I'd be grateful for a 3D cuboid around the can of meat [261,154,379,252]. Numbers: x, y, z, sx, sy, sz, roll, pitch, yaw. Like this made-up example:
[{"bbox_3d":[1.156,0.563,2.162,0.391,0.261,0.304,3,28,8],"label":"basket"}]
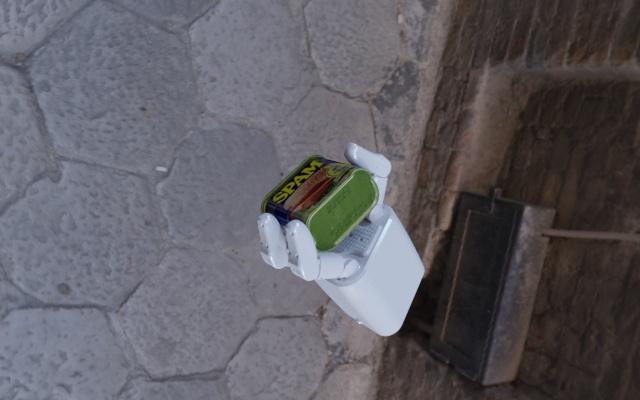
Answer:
[{"bbox_3d":[0.000,0.002,0.510,0.102,0.057,0.084,-44,34,-19],"label":"can of meat"}]
